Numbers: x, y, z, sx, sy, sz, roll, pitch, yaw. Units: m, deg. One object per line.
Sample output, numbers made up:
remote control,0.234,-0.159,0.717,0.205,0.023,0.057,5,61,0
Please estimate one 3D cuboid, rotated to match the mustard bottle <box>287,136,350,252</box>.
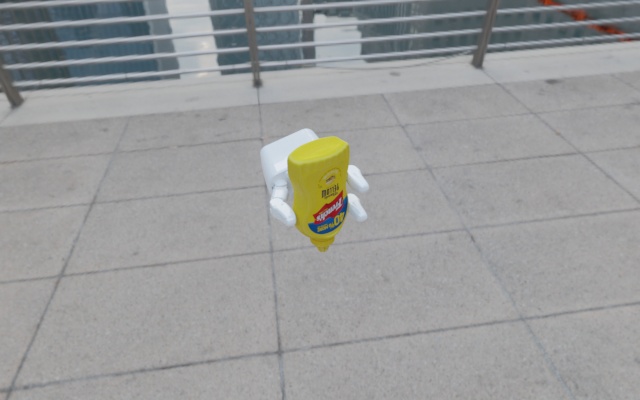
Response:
mustard bottle,0.000,0.002,0.740,0.096,0.192,0.058,-27,43,-31
